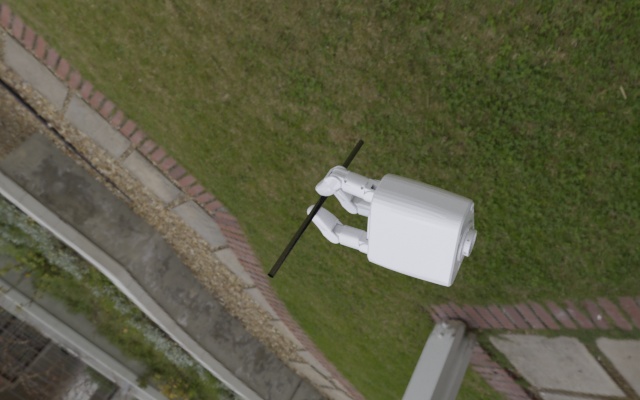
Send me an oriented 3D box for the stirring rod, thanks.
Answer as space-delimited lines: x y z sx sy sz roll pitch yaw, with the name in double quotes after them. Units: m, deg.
0.000 0.002 0.614 0.011 0.239 0.011 24 -32 17 "stirring rod"
